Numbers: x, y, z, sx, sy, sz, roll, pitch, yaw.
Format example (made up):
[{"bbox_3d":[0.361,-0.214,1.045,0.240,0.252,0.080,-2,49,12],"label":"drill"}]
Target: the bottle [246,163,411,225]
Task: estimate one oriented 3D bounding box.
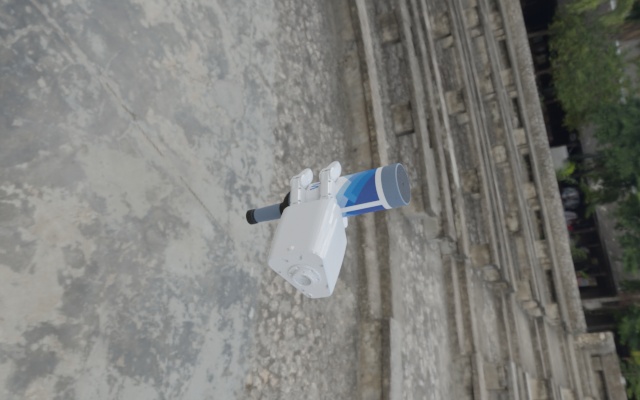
[{"bbox_3d":[0.000,0.003,0.805,0.296,0.069,0.069,-12,-6,27],"label":"bottle"}]
